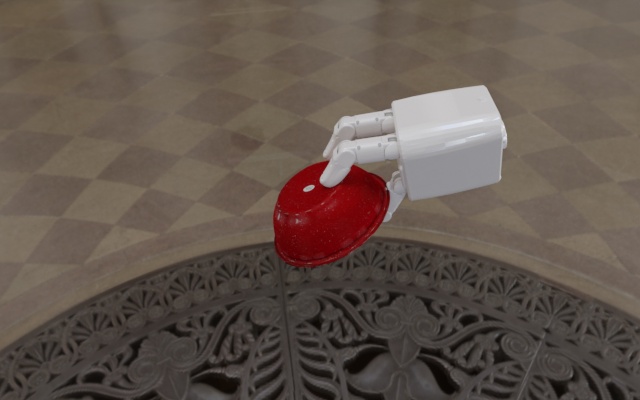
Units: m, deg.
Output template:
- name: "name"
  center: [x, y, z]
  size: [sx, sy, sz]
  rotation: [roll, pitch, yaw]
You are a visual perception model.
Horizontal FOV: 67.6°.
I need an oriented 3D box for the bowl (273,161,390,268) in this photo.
- name: "bowl"
  center: [-0.001, 0.002, 0.581]
  size: [0.162, 0.162, 0.055]
  rotation: [0, -44, 41]
